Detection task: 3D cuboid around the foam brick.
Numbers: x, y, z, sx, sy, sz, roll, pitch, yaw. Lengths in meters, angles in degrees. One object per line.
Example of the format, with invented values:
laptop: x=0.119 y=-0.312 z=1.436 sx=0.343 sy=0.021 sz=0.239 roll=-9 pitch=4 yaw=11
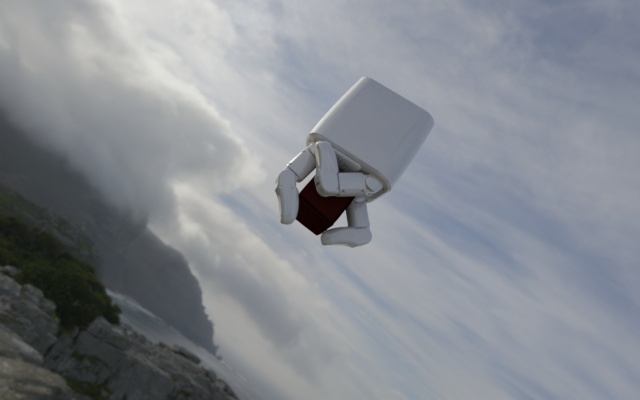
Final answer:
foam brick: x=0.000 y=0.002 z=0.567 sx=0.053 sy=0.051 sz=0.078 roll=40 pitch=-20 yaw=-4
